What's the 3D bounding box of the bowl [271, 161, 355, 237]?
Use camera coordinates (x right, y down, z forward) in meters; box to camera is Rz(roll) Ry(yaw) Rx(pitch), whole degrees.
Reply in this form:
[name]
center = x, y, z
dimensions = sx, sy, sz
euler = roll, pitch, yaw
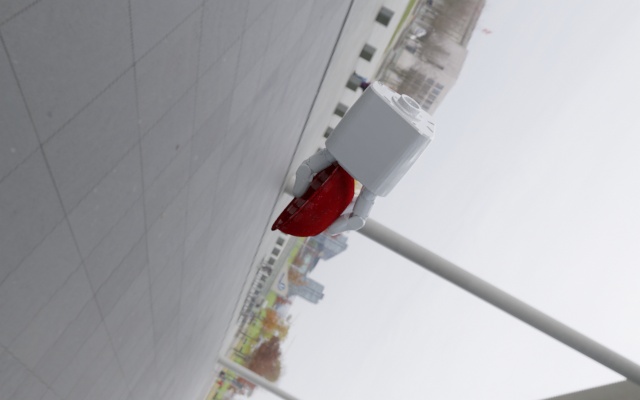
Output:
[bowl]
center = 0.000, 0.003, 0.713
dimensions = 0.055, 0.162, 0.162
euler = 44, -8, -8
